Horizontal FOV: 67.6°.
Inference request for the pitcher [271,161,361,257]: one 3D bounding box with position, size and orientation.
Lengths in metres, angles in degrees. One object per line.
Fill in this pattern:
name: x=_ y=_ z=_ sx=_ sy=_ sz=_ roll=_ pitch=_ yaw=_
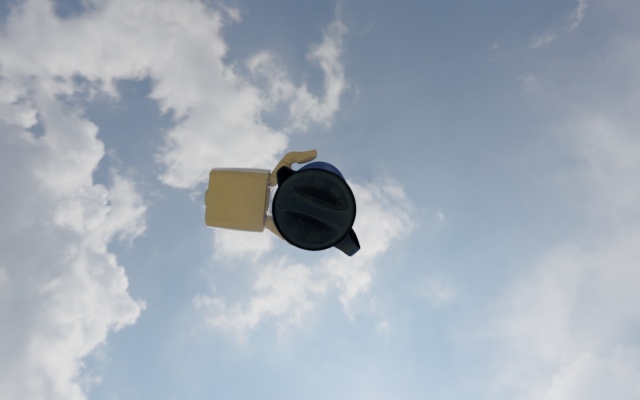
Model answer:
pitcher: x=0.000 y=0.003 z=0.855 sx=0.145 sy=0.149 sz=0.242 roll=3 pitch=11 yaw=2
